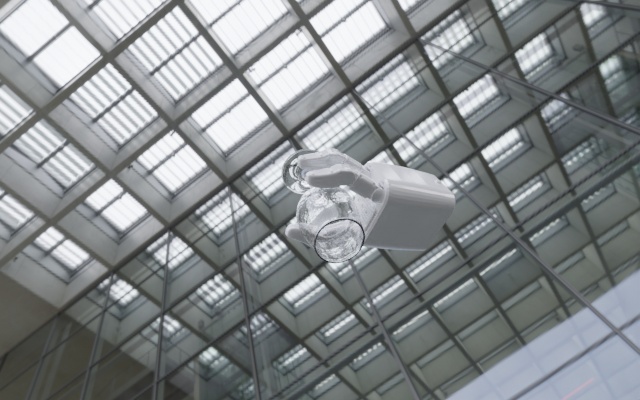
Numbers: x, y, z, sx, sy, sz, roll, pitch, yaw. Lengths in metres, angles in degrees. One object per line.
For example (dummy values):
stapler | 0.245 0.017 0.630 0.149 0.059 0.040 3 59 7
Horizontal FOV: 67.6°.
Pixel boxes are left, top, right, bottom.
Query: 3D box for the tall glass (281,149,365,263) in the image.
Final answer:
tall glass | 0.000 0.002 0.639 0.079 0.079 0.201 0 27 -15
